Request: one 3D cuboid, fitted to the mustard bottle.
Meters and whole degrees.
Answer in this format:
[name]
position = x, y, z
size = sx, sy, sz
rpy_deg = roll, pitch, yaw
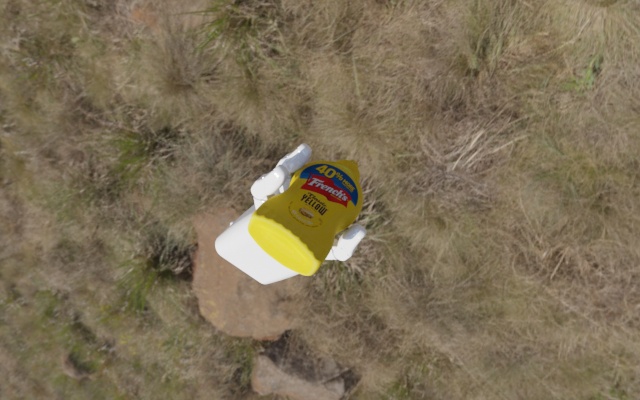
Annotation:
[mustard bottle]
position = 0.000, 0.002, 0.597
size = 0.096, 0.058, 0.191
rpy_deg = 35, 45, 7
